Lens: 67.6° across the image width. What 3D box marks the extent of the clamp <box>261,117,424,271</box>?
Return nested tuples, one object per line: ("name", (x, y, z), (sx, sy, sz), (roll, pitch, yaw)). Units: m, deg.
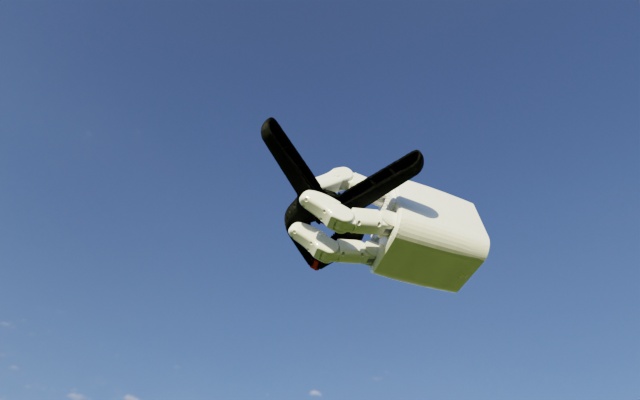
("clamp", (0.000, 0.002, 0.535), (0.164, 0.036, 0.210), (18, -45, -3))
